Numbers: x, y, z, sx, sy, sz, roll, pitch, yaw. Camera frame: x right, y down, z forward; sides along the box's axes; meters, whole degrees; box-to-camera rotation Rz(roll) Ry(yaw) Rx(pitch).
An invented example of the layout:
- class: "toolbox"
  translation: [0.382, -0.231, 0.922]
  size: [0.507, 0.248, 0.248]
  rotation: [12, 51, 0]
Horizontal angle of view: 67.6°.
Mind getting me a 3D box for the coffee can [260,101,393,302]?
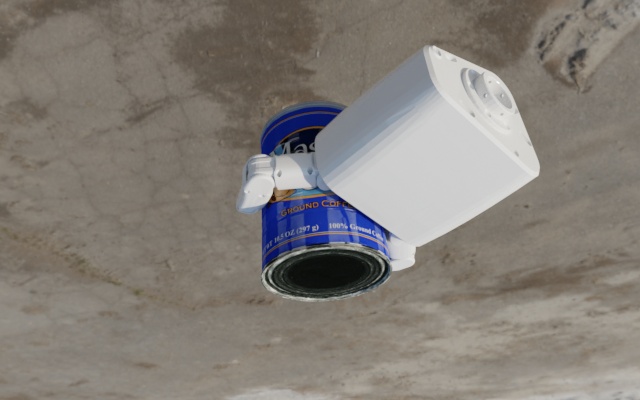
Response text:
- class: "coffee can"
  translation: [0.000, 0.001, 0.408]
  size: [0.103, 0.140, 0.103]
  rotation: [-3, -33, -2]
